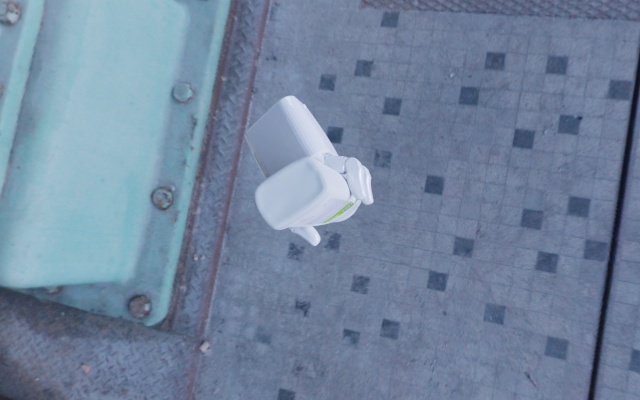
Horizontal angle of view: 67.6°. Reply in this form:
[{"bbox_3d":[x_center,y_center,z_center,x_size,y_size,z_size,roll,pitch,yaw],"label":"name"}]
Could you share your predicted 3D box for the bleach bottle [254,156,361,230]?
[{"bbox_3d":[0.000,0.002,0.703,0.102,0.068,0.251,-33,-14,11],"label":"bleach bottle"}]
